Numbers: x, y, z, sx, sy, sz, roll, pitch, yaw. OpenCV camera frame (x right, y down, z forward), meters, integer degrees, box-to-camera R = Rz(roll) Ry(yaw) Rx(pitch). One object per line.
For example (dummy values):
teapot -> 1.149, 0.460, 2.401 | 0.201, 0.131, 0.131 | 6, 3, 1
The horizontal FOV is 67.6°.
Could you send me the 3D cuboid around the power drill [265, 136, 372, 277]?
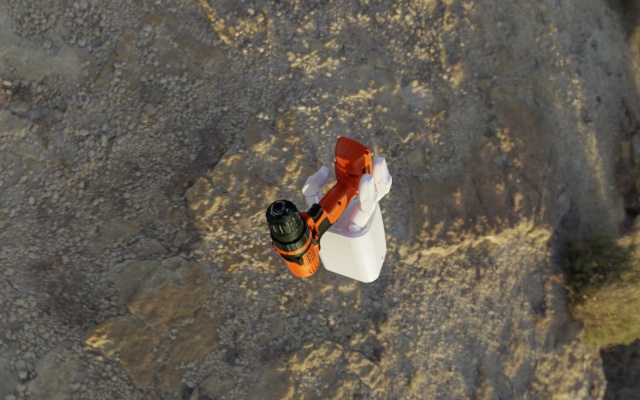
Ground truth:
power drill -> 0.000, 0.002, 0.667 | 0.057, 0.187, 0.184 | 30, -21, 21
